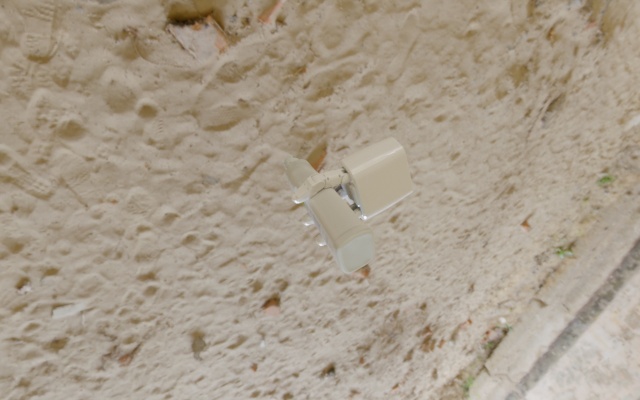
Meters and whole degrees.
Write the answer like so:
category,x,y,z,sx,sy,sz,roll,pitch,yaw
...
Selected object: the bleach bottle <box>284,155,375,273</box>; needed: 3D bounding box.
category,x,y,z,sx,sy,sz,roll,pitch,yaw
bleach bottle,0.000,0.003,0.820,0.068,0.250,0.103,-28,-37,-10
